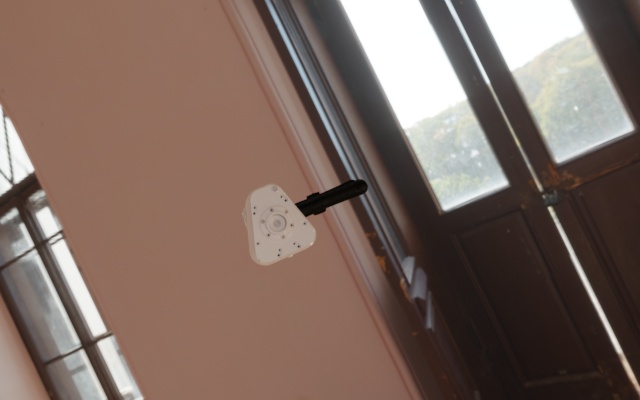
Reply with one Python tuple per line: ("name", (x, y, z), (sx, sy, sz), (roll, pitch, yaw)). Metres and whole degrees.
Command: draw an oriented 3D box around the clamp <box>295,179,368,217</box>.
("clamp", (0.000, 0.002, 0.794), (0.171, 0.039, 0.120), (-26, -2, -11))
